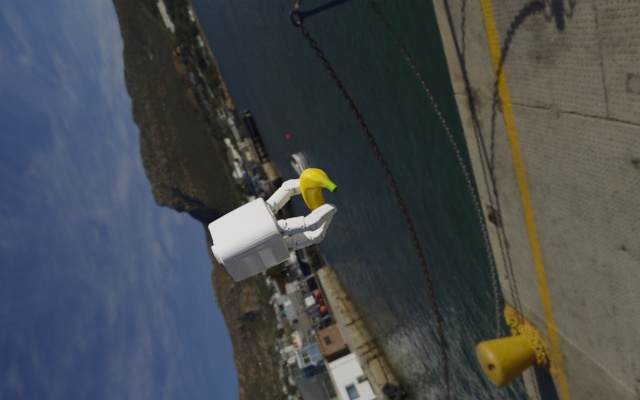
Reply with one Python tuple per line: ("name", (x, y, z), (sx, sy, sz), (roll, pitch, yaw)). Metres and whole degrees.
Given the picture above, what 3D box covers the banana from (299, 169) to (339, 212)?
("banana", (-0.009, -0.014, 0.822), (0.037, 0.069, 0.198), (-30, -10, -10))
